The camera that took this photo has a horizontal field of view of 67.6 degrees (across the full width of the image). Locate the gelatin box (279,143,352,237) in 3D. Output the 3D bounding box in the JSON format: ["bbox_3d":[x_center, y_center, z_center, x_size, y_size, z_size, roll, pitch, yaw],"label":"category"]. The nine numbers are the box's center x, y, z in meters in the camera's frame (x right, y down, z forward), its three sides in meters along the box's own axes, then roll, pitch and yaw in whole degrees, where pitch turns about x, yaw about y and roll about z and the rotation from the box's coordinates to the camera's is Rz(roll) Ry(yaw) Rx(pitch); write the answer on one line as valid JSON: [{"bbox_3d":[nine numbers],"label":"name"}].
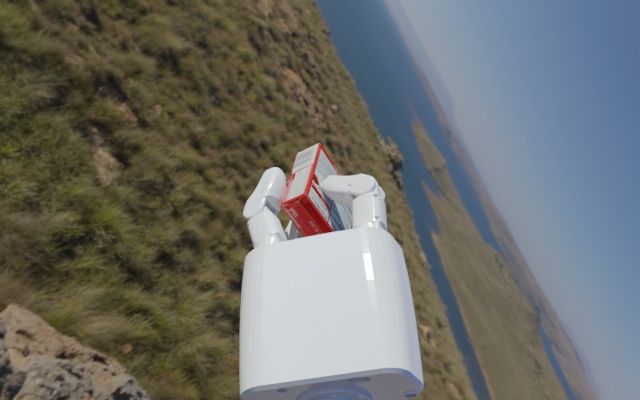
[{"bbox_3d":[0.001,0.001,0.441,0.030,0.073,0.089,-22,30,24],"label":"gelatin box"}]
